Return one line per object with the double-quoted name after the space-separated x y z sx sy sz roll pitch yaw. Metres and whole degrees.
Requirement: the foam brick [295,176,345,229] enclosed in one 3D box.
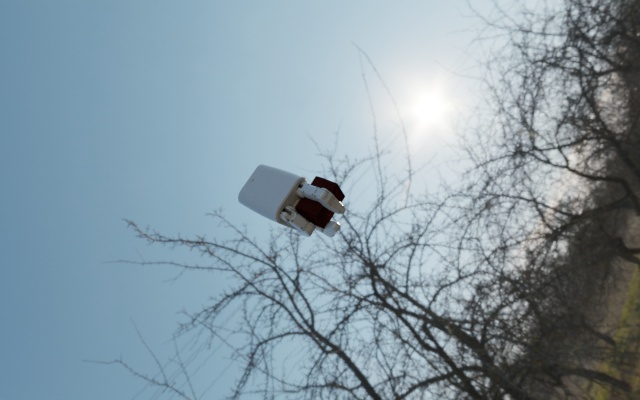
0.000 0.003 0.894 0.051 0.078 0.053 22 -20 31 "foam brick"
